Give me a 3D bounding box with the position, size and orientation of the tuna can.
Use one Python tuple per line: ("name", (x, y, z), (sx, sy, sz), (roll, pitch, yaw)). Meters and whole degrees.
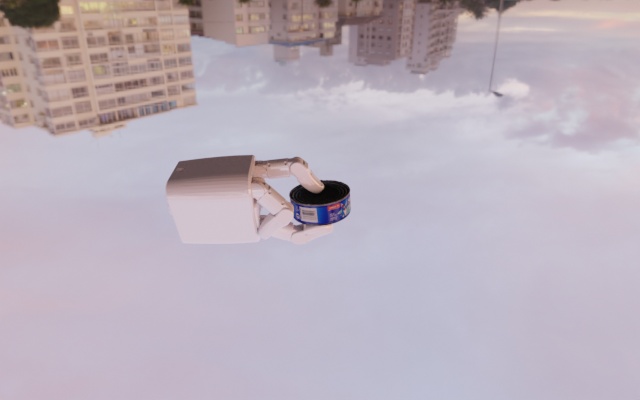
("tuna can", (0.000, 0.003, 0.673), (0.086, 0.034, 0.086), (-5, 25, 2))
